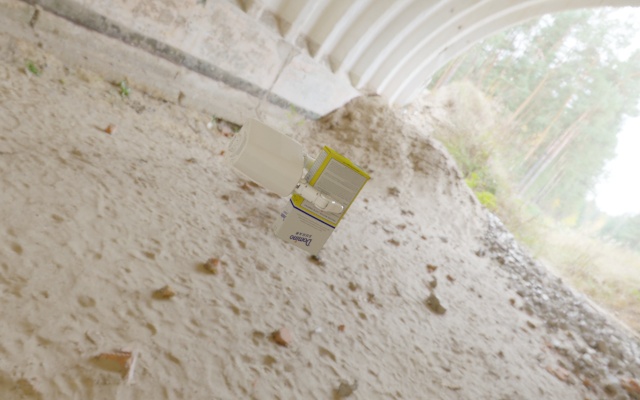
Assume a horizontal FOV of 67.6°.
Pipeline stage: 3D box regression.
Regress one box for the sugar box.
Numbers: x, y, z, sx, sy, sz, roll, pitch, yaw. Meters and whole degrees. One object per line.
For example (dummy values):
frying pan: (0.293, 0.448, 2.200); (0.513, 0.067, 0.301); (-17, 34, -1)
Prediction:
sugar box: (0.000, 0.002, 0.839); (0.093, 0.176, 0.048); (29, 15, -24)
